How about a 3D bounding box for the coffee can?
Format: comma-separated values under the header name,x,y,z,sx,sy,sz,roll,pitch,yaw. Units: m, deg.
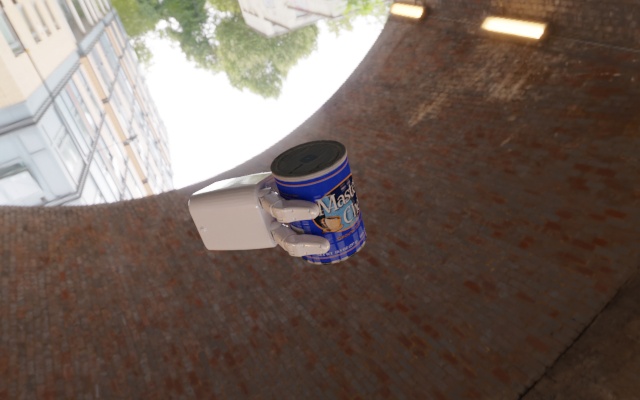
name,x,y,z,sx,sy,sz,roll,pitch,yaw
coffee can,0.000,0.002,0.656,0.103,0.140,0.102,-12,29,7
